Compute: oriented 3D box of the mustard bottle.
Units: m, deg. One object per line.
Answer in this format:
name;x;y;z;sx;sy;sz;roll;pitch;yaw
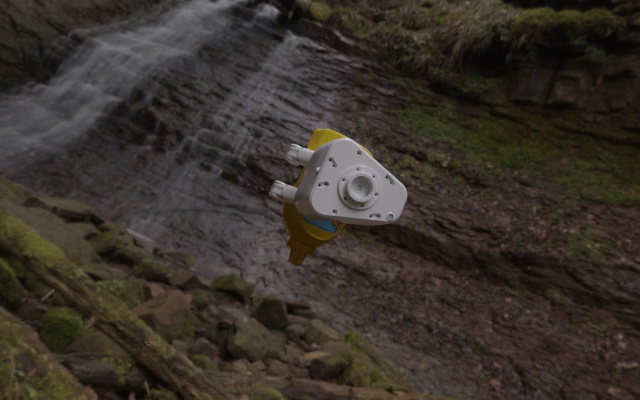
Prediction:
mustard bottle;0.000;0.002;0.681;0.096;0.191;0.058;26;-6;-33
